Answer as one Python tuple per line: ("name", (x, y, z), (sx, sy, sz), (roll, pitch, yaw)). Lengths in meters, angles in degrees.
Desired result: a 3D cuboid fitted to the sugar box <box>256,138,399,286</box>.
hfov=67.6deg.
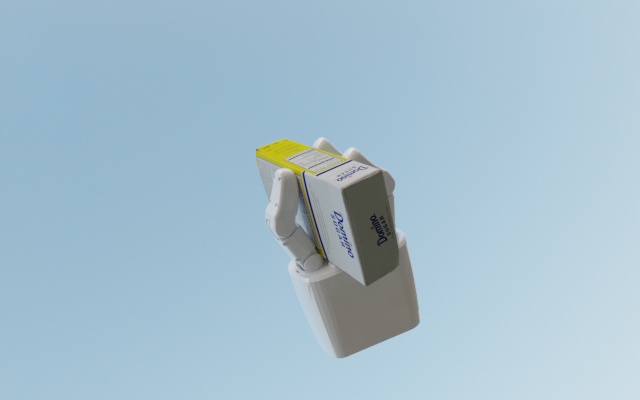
("sugar box", (0.001, 0.001, 0.448), (0.048, 0.093, 0.176), (-27, 27, -24))
